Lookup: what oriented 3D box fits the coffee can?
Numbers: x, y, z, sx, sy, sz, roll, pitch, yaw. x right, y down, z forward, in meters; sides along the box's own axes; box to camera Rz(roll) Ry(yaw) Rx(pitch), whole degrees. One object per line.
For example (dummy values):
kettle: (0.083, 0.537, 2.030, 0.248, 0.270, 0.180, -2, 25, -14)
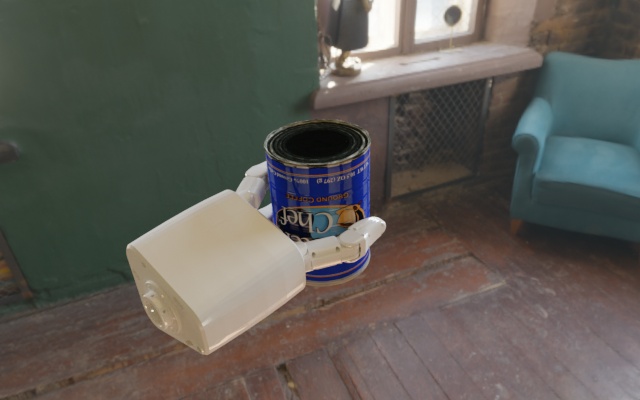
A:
coffee can: (0.000, 0.002, 0.489, 0.103, 0.140, 0.102, -2, 32, 1)
